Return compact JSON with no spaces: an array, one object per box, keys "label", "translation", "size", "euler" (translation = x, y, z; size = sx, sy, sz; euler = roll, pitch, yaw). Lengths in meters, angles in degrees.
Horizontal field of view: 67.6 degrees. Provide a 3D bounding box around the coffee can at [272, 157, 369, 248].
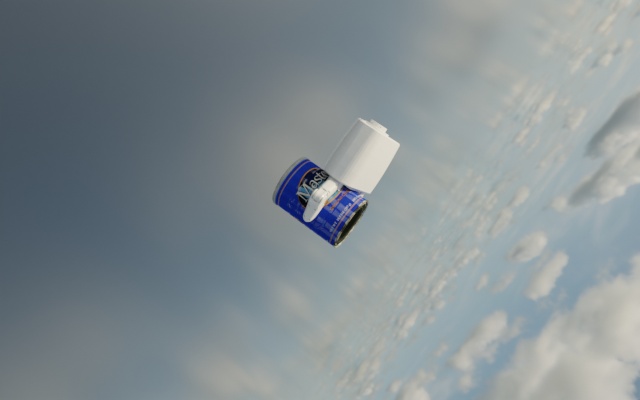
[{"label":"coffee can","translation":[0.000,0.003,0.851],"size":[0.140,0.103,0.103],"euler":[36,9,13]}]
